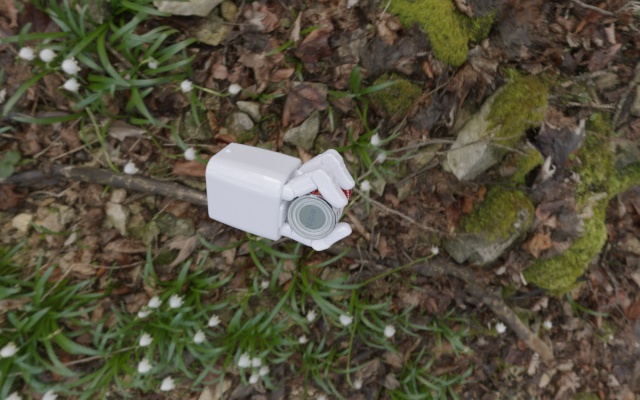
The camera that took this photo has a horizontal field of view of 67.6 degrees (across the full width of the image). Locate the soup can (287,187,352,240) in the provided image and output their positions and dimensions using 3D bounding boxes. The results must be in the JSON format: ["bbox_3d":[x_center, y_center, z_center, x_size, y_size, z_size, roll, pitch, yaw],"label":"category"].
[{"bbox_3d":[0.000,0.003,0.660,0.068,0.068,0.102,0,24,16],"label":"soup can"}]
